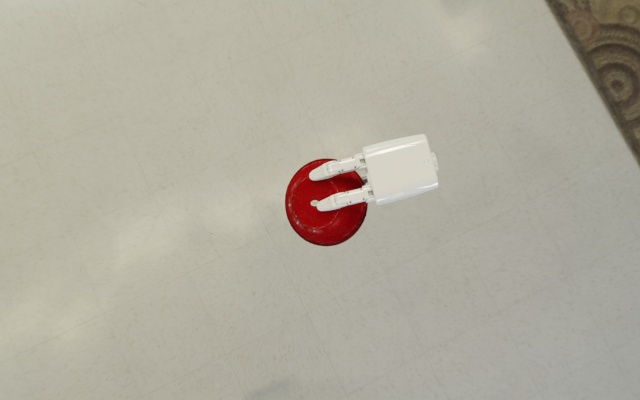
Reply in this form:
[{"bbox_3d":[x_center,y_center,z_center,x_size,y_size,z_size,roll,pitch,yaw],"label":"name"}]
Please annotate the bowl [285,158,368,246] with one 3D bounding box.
[{"bbox_3d":[-0.001,0.003,0.850,0.162,0.162,0.055,0,-1,20],"label":"bowl"}]
